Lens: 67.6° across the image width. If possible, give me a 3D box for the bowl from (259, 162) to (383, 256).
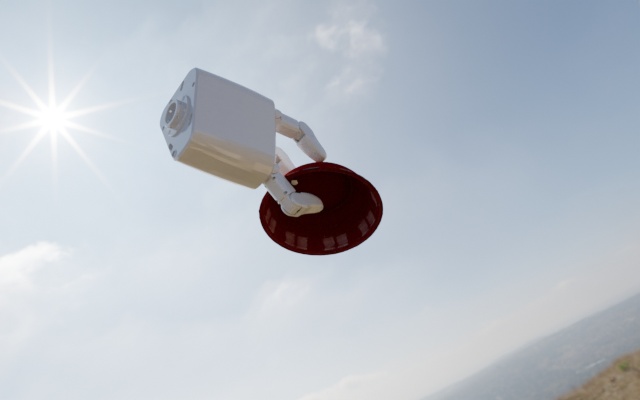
[{"bbox_3d":[0.001,0.003,0.638,0.162,0.162,0.055,0,43,-3],"label":"bowl"}]
